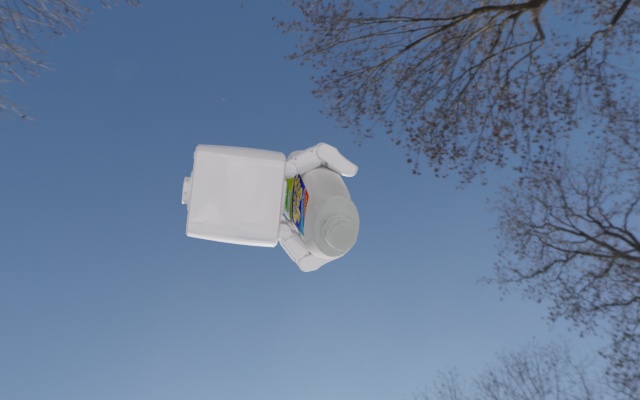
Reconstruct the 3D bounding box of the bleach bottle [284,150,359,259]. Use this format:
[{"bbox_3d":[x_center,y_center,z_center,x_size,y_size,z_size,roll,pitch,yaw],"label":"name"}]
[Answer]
[{"bbox_3d":[0.000,0.002,0.588,0.068,0.102,0.250,7,10,-13],"label":"bleach bottle"}]
